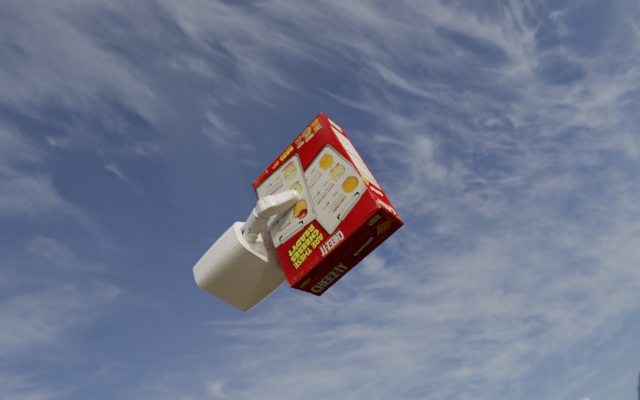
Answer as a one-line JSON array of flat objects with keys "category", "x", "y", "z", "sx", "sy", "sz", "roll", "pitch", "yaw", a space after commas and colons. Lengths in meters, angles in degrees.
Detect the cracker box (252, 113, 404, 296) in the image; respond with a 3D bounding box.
[{"category": "cracker box", "x": 0.000, "y": 0.002, "z": 0.689, "sx": 0.164, "sy": 0.213, "sz": 0.072, "roll": -44, "pitch": -44, "yaw": 18}]
